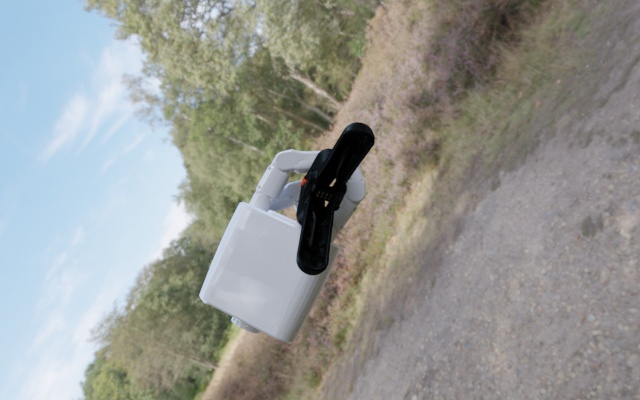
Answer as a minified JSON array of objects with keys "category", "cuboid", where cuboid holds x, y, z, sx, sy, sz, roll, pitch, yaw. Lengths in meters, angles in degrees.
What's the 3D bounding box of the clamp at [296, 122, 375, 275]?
[{"category":"clamp","cuboid":[0.000,0.001,0.424,0.039,0.120,0.171,26,-6,-6]}]
